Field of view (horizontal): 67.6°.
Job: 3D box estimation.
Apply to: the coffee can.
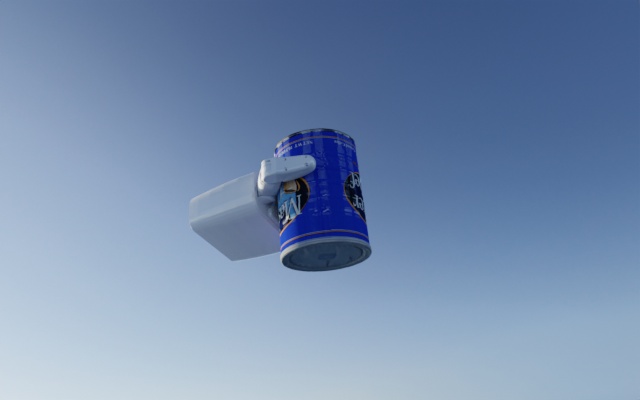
[{"bbox_3d":[0.000,0.002,0.563,0.103,0.140,0.103,-5,-25,-2],"label":"coffee can"}]
